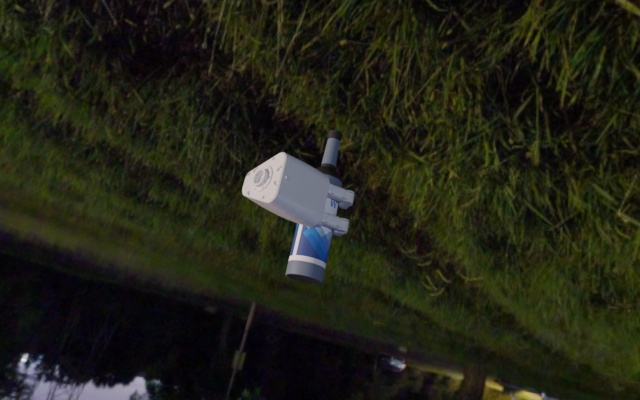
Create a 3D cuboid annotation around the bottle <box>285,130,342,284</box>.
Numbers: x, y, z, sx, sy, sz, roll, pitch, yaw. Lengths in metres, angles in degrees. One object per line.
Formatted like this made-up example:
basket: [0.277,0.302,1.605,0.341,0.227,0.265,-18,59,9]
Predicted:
bottle: [0.000,0.003,0.888,0.069,0.295,0.069,11,-20,4]
